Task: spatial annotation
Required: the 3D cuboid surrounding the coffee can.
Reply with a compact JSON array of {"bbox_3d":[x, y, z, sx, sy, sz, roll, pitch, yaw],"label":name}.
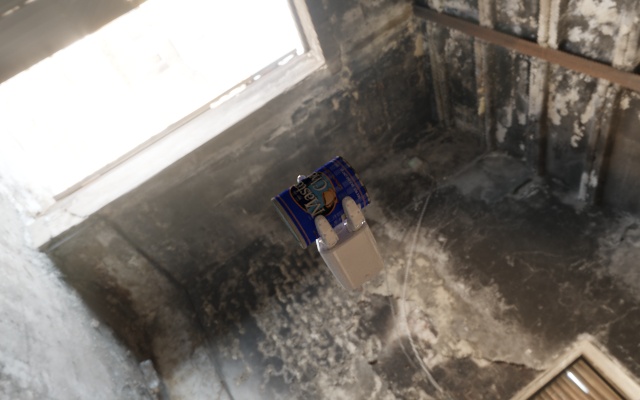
[{"bbox_3d":[0.000,0.003,0.827,0.140,0.103,0.103,-34,6,-9],"label":"coffee can"}]
